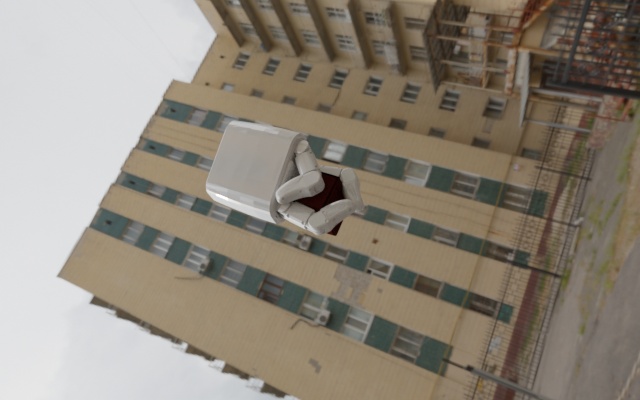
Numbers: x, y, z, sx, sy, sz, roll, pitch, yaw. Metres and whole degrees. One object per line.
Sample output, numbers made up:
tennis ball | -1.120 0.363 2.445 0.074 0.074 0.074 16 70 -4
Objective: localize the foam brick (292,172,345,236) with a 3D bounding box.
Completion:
foam brick | 0.000 0.002 0.626 0.051 0.053 0.078 16 -24 23
